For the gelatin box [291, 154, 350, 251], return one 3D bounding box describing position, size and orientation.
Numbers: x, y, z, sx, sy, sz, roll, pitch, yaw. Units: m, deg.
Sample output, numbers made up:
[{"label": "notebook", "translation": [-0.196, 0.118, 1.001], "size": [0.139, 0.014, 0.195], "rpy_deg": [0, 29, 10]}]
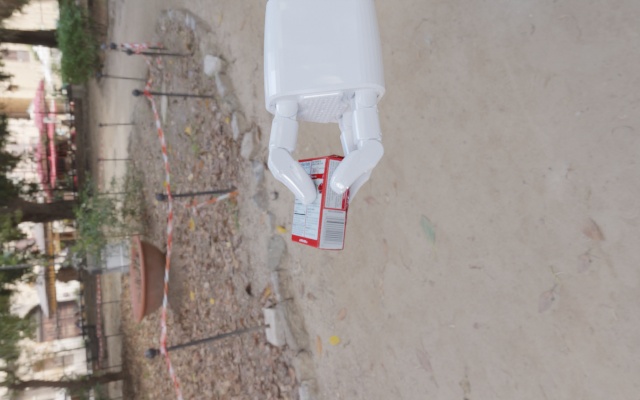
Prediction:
[{"label": "gelatin box", "translation": [0.000, 0.002, 0.474], "size": [0.030, 0.089, 0.073], "rpy_deg": [7, -2, -24]}]
